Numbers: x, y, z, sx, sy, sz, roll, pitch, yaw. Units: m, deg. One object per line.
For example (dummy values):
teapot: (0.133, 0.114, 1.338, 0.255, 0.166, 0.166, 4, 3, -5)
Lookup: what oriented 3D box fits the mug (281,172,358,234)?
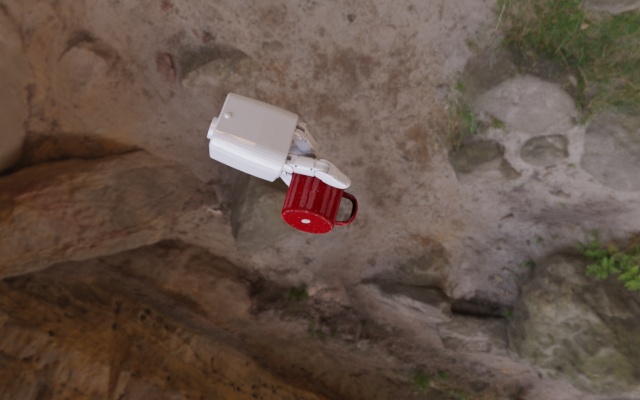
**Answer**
mug: (0.001, 0.003, 0.725, 0.117, 0.081, 0.093, 20, -26, -10)
